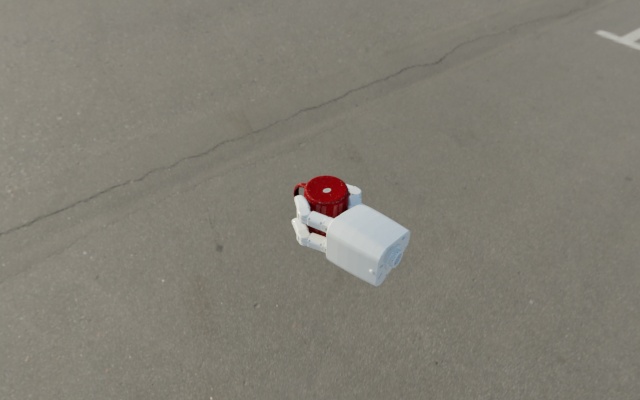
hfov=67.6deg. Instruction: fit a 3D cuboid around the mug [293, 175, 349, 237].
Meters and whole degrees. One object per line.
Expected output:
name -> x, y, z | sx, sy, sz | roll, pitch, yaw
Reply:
mug -> -0.001, 0.002, 0.891 | 0.117, 0.082, 0.093 | 27, 49, 24
